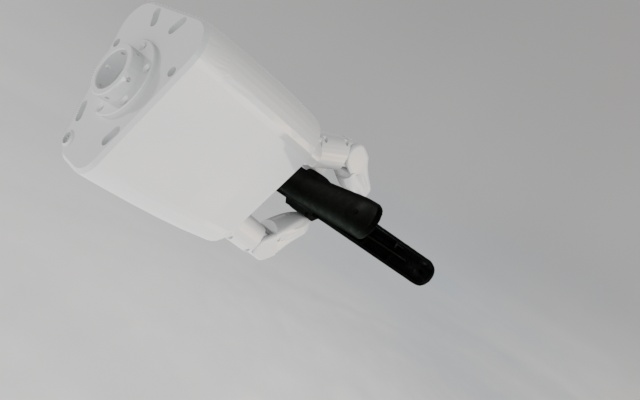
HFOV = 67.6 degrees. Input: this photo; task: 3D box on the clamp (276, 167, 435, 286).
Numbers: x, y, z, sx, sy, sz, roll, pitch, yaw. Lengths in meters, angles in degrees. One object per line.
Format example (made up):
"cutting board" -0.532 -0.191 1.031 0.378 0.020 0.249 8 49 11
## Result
"clamp" -0.001 0.002 0.406 0.210 0.036 0.165 32 -6 39
